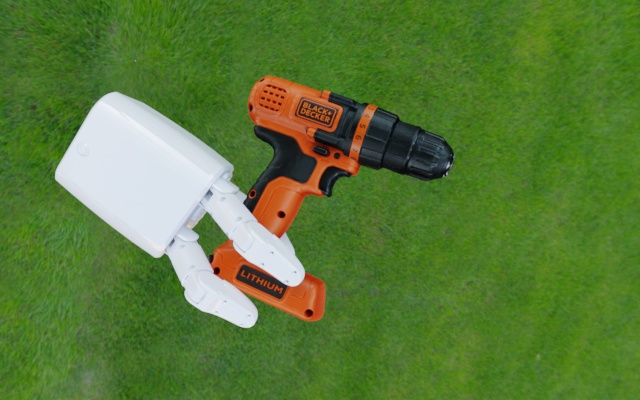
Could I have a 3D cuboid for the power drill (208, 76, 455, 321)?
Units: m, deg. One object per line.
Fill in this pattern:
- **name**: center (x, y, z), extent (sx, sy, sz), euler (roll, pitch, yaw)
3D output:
- **power drill**: center (0.000, 0.002, 0.410), extent (0.184, 0.187, 0.057), euler (21, -4, 12)
